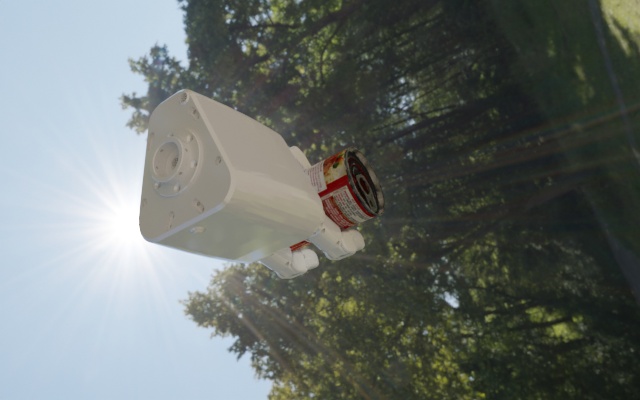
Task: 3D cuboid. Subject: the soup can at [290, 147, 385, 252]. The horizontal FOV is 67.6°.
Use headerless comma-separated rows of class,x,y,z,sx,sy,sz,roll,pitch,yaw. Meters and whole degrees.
soup can,0.000,0.002,0.453,0.102,0.068,0.068,-25,-11,24
